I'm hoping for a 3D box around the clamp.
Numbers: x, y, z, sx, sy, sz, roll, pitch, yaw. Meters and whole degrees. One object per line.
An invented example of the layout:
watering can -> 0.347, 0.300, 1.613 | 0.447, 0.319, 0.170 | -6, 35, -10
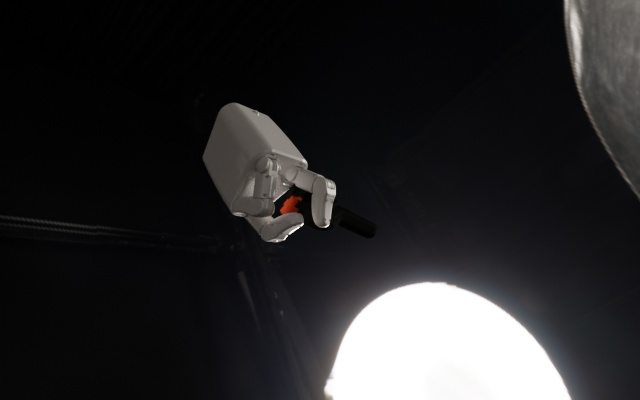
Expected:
clamp -> 0.000, 0.003, 0.666 | 0.171, 0.039, 0.120 | 15, 24, -52
